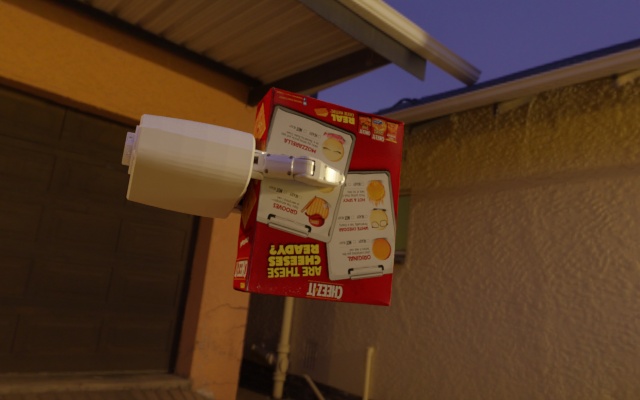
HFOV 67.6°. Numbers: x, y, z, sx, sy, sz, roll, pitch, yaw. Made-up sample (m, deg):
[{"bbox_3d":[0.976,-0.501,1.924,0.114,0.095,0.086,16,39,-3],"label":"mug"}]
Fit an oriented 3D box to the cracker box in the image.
[{"bbox_3d":[0.000,0.002,0.534,0.164,0.213,0.072,10,-12,-21],"label":"cracker box"}]
